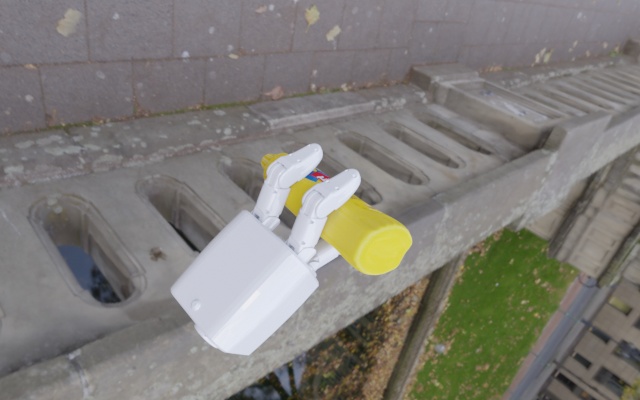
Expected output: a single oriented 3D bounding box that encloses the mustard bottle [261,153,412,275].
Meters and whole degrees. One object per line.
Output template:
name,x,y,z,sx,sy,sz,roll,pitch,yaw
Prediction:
mustard bottle,0.000,0.001,0.503,0.191,0.058,0.096,37,13,34
